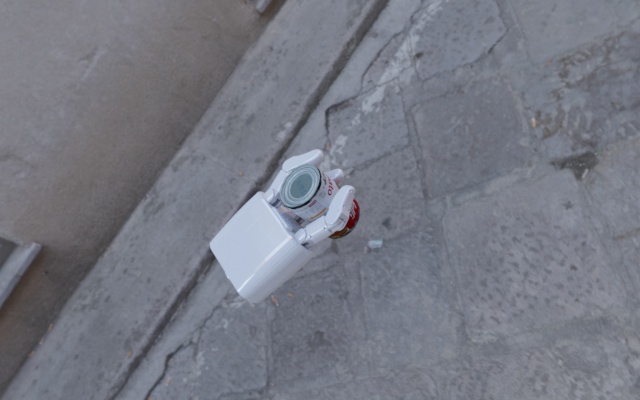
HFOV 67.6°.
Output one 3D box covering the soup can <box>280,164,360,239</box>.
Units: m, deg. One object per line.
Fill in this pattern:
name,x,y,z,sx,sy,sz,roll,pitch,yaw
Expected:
soup can,0.000,0.002,0.655,0.068,0.068,0.102,0,-26,38
